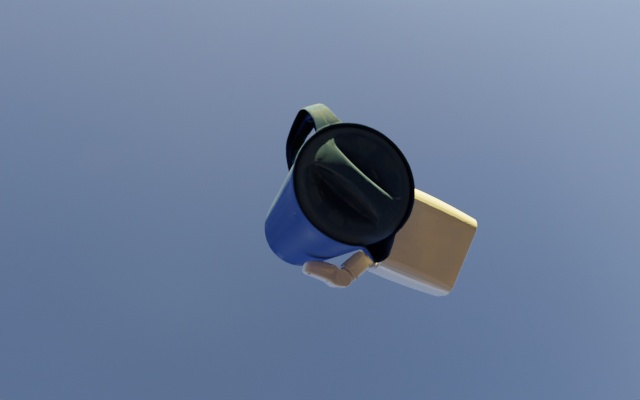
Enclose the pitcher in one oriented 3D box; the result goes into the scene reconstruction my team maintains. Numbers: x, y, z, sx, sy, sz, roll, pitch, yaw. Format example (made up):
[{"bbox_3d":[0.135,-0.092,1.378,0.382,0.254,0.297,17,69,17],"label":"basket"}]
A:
[{"bbox_3d":[0.000,0.002,0.591,0.145,0.149,0.243,24,-21,-10],"label":"pitcher"}]
